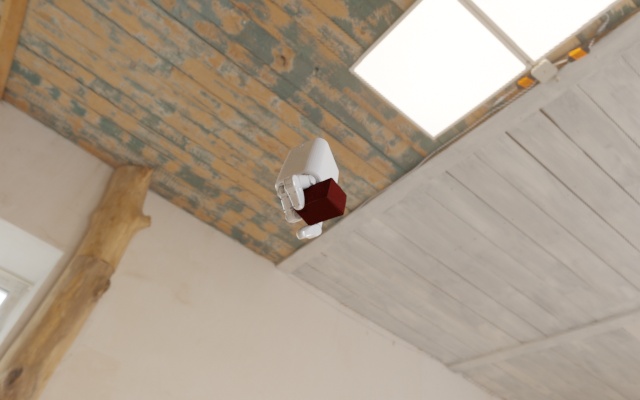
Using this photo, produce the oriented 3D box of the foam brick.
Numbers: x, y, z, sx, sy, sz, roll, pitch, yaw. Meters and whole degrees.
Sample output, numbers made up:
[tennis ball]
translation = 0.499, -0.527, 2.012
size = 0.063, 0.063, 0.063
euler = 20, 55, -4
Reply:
[foam brick]
translation = 0.000, 0.003, 0.857
size = 0.078, 0.051, 0.053
euler = -20, -54, 32
